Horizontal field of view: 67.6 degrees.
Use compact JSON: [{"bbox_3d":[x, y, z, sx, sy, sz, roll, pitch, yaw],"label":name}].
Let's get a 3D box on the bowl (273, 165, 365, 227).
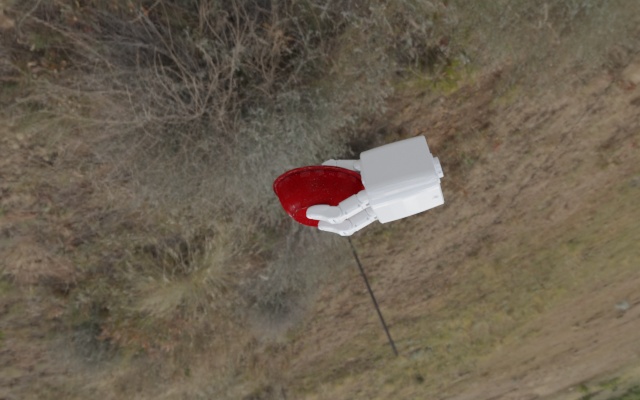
[{"bbox_3d":[-0.001,0.003,0.797,0.162,0.055,0.162,0,-24,0],"label":"bowl"}]
